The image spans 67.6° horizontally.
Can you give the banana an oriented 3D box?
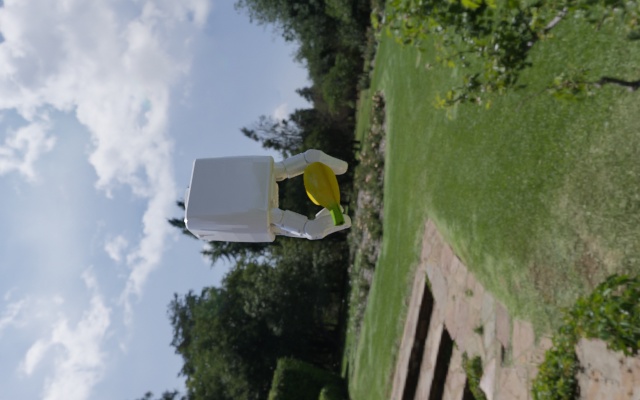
[{"bbox_3d":[-0.002,-0.016,0.608,0.037,0.069,0.198,-7,8,-3],"label":"banana"}]
